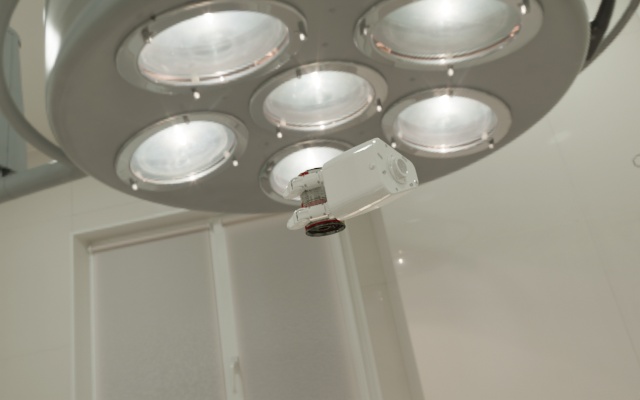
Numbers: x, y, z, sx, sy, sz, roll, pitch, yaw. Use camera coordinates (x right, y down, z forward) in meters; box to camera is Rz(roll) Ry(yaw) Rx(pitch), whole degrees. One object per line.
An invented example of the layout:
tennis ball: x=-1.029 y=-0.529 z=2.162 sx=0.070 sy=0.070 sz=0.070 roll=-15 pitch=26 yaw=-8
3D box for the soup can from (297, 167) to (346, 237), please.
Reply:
soup can: x=0.000 y=0.003 z=0.805 sx=0.068 sy=0.102 sz=0.068 roll=-9 pitch=-19 yaw=-3
